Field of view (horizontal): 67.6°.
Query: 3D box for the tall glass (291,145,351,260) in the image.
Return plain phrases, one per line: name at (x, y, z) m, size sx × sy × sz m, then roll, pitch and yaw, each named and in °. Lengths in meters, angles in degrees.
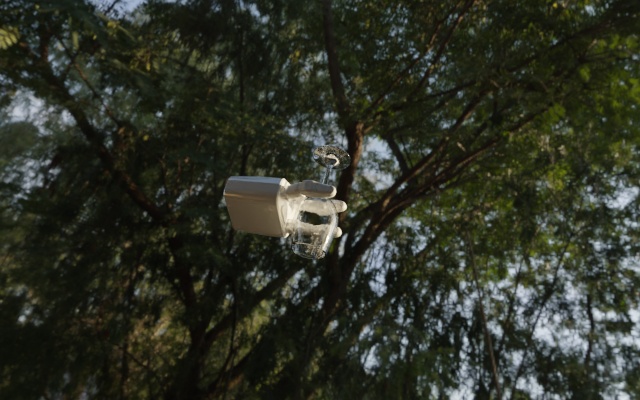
tall glass at (0.000, 0.002, 0.853) m, size 0.079 × 0.201 × 0.079 m, roll 10°, pitch -30°, yaw 6°
